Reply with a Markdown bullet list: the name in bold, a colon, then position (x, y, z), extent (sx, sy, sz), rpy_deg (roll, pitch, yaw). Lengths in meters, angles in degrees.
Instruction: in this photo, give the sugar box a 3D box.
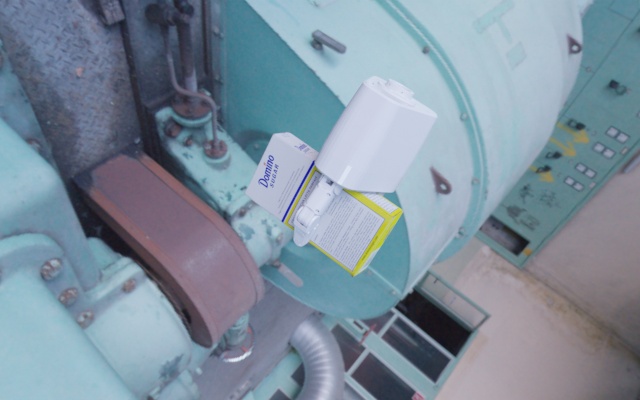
- **sugar box**: position (0.000, 0.002, 0.578), extent (0.176, 0.093, 0.048), rpy_deg (37, 24, 17)
